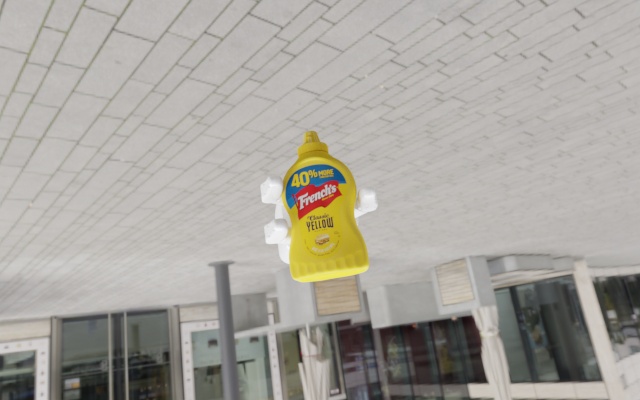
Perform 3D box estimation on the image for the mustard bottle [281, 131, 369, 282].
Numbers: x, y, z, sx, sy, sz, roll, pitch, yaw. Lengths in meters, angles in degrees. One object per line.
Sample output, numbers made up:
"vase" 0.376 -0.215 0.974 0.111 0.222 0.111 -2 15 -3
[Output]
"mustard bottle" 0.000 0.002 0.608 0.096 0.191 0.058 -11 -16 11
